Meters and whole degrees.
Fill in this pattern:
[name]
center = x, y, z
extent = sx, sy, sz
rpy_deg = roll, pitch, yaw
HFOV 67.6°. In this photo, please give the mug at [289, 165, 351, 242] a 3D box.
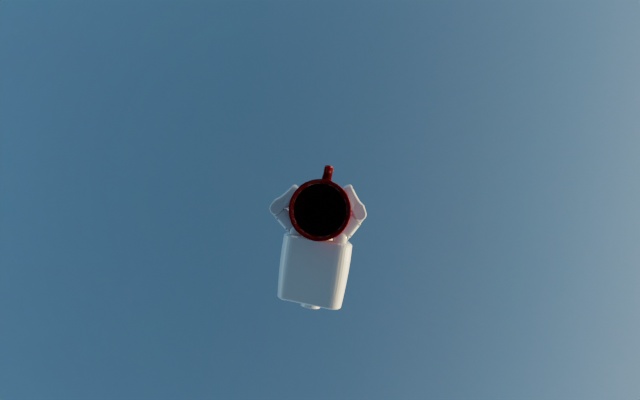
[mug]
center = 0.000, 0.001, 0.746
extent = 0.093, 0.117, 0.081
rpy_deg = 10, 0, -2
